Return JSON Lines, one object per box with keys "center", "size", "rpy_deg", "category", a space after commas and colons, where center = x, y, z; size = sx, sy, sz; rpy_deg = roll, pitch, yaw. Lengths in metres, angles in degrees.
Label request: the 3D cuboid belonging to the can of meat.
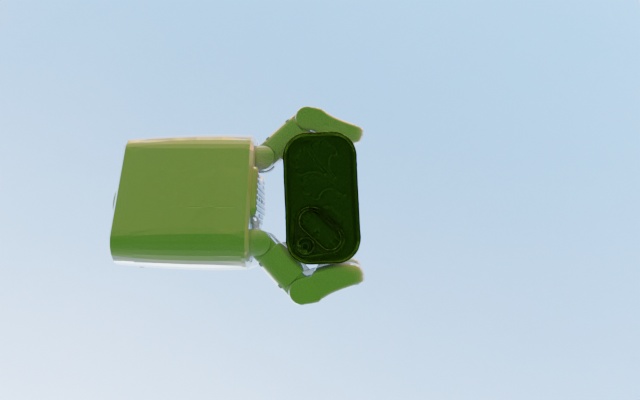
{"center": [0.000, 0.001, 0.404], "size": [0.057, 0.102, 0.084], "rpy_deg": [-3, -5, -1], "category": "can of meat"}
